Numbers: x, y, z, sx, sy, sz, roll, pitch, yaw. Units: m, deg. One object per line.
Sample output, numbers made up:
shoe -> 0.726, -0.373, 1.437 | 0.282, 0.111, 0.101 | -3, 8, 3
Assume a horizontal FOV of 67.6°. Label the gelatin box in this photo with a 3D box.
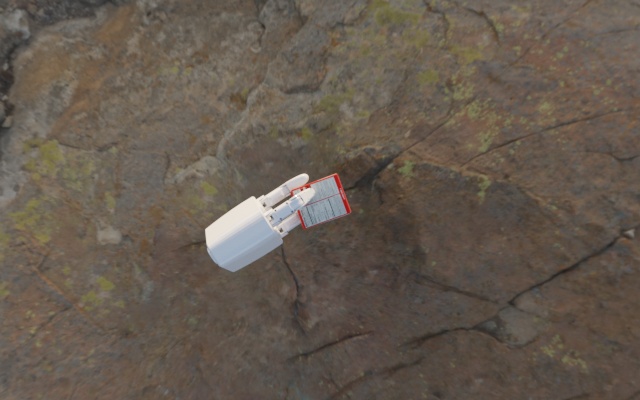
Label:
gelatin box -> 0.000, 0.003, 0.836 | 0.089, 0.073, 0.030 | -20, -4, -1
